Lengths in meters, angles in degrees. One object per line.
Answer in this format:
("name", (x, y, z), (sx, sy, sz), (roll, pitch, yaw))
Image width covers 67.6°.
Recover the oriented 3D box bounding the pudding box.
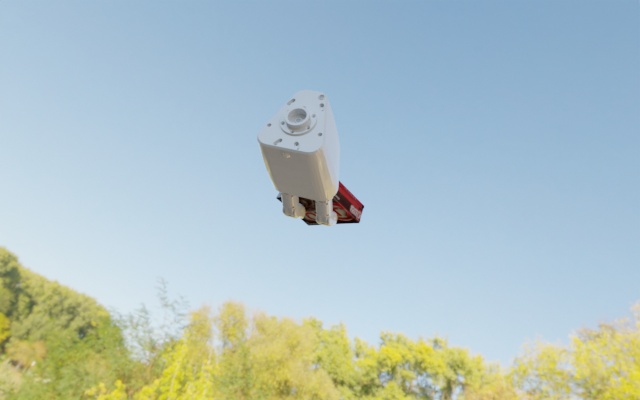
("pudding box", (0.000, 0.002, 0.767), (0.113, 0.039, 0.090), (-3, -36, 42))
